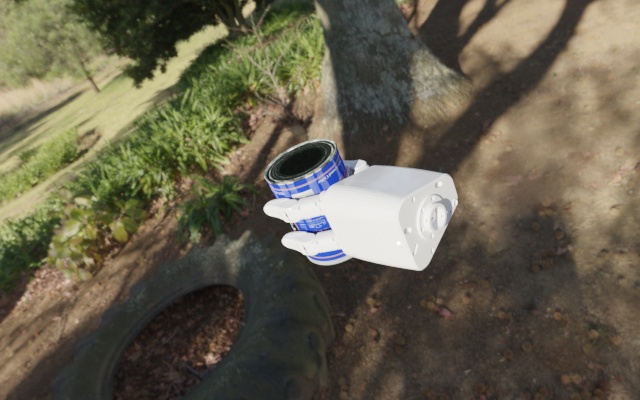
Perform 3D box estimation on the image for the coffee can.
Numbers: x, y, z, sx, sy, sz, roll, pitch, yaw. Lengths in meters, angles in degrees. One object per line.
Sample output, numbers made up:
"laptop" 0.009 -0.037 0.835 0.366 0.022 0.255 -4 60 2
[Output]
"coffee can" 0.000 0.002 0.649 0.103 0.140 0.102 -20 30 12
